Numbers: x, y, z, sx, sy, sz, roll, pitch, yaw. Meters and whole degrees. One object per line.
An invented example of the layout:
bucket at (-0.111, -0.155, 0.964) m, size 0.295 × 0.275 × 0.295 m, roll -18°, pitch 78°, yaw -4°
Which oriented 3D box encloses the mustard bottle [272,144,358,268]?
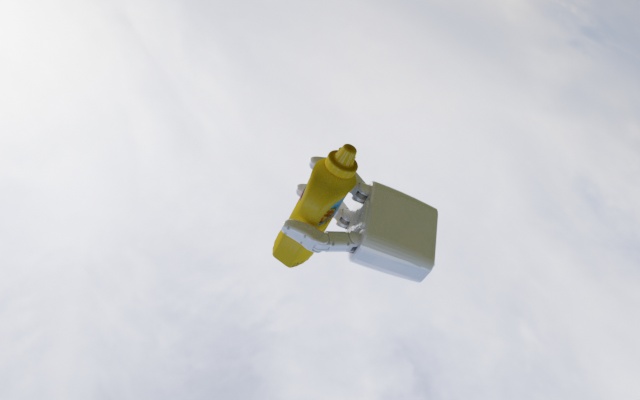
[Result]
mustard bottle at (0.000, 0.002, 0.634) m, size 0.058 × 0.192 × 0.096 m, roll 36°, pitch 39°, yaw 7°
